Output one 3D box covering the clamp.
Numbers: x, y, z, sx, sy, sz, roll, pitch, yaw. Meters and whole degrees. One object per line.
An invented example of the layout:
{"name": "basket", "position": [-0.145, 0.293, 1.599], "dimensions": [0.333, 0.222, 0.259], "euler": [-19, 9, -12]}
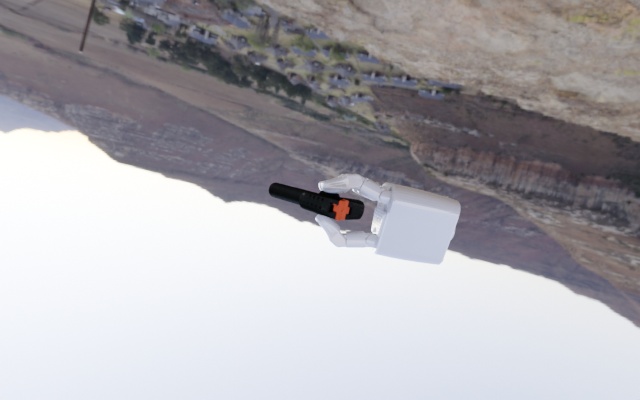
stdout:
{"name": "clamp", "position": [0.000, 0.003, 0.717], "dimensions": [0.164, 0.036, 0.210], "euler": [11, 3, -4]}
